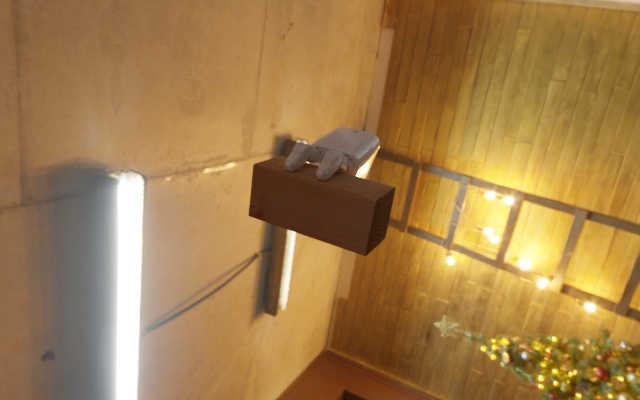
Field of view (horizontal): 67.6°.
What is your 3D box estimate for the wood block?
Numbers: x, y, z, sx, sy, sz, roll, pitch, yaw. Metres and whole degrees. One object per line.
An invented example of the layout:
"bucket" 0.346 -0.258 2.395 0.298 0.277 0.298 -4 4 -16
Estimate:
"wood block" 0.000 0.003 0.750 0.206 0.091 0.090 17 22 23
